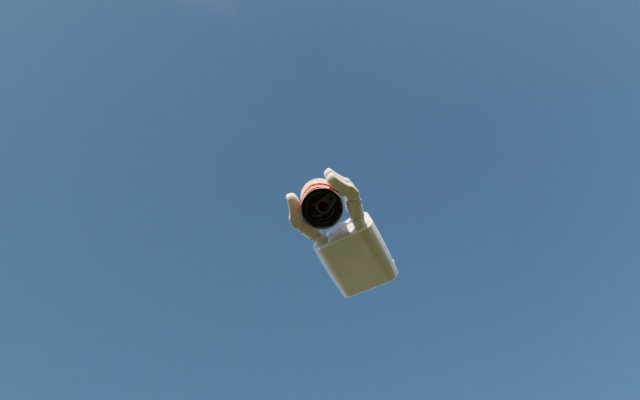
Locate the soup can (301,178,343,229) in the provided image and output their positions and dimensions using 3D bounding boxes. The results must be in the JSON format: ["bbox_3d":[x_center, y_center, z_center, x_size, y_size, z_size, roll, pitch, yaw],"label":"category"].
[{"bbox_3d":[0.000,0.002,0.808,0.068,0.068,0.102,0,12,-3],"label":"soup can"}]
